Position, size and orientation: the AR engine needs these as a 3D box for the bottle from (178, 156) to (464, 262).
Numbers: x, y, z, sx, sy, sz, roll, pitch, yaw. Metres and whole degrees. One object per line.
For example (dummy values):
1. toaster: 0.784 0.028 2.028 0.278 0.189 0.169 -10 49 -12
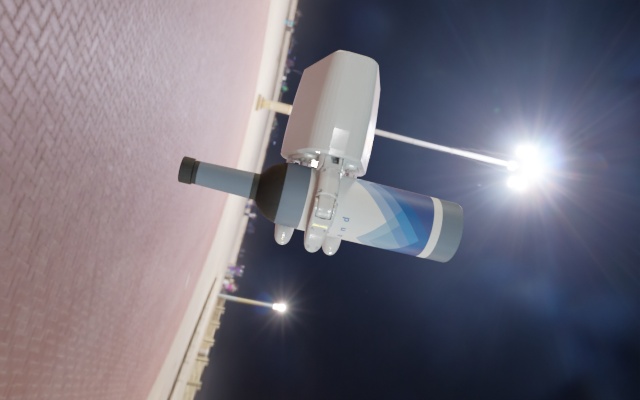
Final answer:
1. bottle: 0.000 0.002 0.506 0.296 0.069 0.069 13 -2 -7
